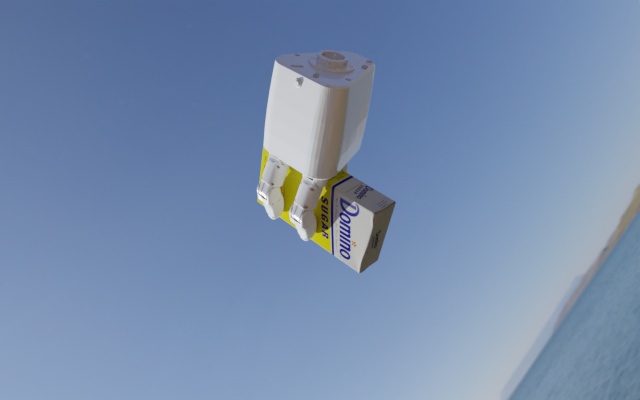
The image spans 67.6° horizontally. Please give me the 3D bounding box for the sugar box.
[{"bbox_3d":[0.000,0.002,0.583,0.176,0.093,0.048,34,42,29],"label":"sugar box"}]
